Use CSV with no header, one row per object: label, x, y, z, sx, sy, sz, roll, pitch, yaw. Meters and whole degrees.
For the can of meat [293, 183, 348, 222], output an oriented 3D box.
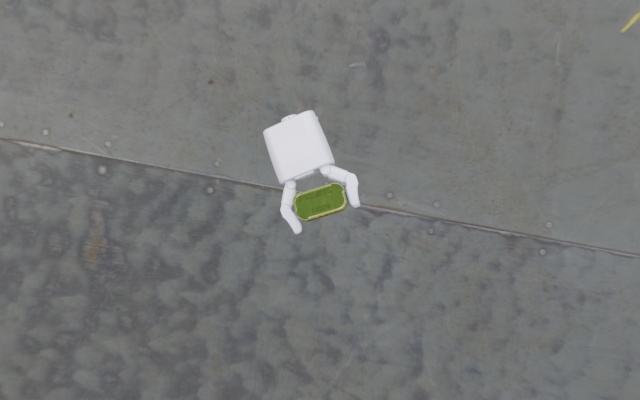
can of meat,0.000,0.003,0.893,0.102,0.057,0.084,-17,-3,1
